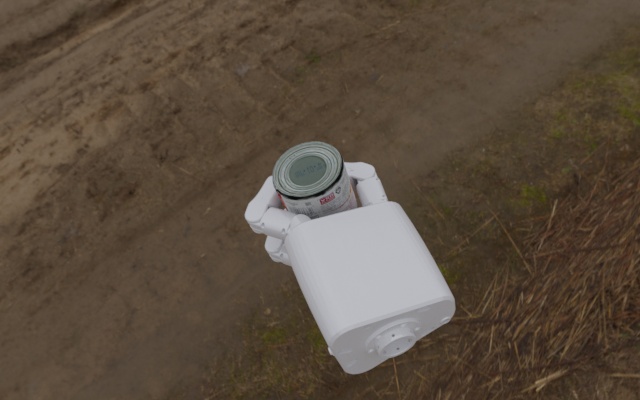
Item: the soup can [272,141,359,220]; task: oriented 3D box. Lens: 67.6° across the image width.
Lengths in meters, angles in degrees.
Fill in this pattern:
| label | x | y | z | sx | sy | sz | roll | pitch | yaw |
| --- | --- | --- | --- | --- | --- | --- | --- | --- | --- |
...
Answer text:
| label | x | y | z | sx | sy | sz | roll | pitch | yaw |
| --- | --- | --- | --- | --- | --- | --- | --- | --- | --- |
| soup can | 0.000 | 0.001 | 0.462 | 0.068 | 0.068 | 0.102 | 0 | -37 | 18 |
